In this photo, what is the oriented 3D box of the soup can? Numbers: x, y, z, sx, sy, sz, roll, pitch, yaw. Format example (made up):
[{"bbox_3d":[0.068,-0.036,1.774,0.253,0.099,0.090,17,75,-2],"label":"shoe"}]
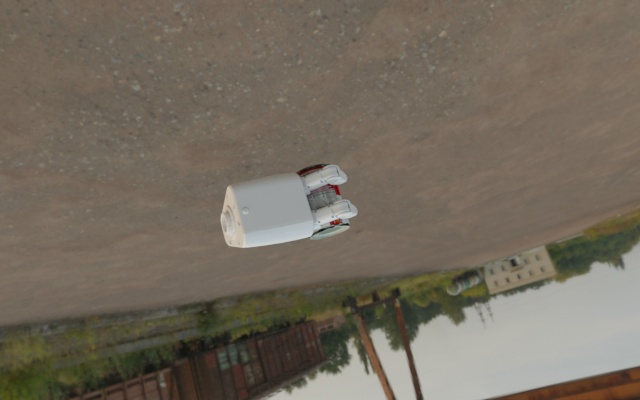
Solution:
[{"bbox_3d":[0.001,0.003,0.744,0.068,0.102,0.068,-16,-14,-4],"label":"soup can"}]
